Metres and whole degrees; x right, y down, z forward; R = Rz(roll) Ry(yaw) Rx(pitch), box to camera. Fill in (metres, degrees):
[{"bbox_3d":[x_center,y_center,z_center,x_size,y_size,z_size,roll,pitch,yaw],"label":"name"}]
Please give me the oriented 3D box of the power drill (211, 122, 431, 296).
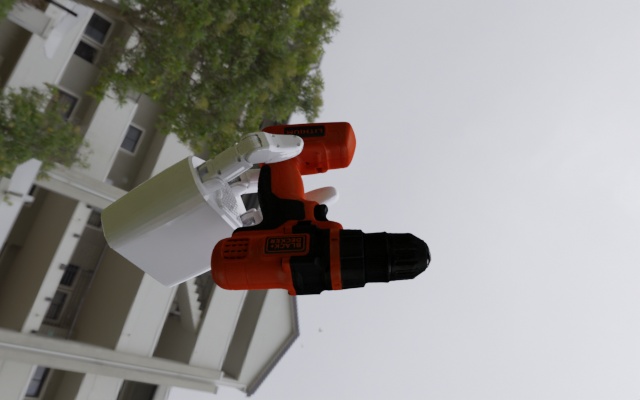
[{"bbox_3d":[0.000,0.001,0.450,0.184,0.057,0.187,-2,44,3],"label":"power drill"}]
